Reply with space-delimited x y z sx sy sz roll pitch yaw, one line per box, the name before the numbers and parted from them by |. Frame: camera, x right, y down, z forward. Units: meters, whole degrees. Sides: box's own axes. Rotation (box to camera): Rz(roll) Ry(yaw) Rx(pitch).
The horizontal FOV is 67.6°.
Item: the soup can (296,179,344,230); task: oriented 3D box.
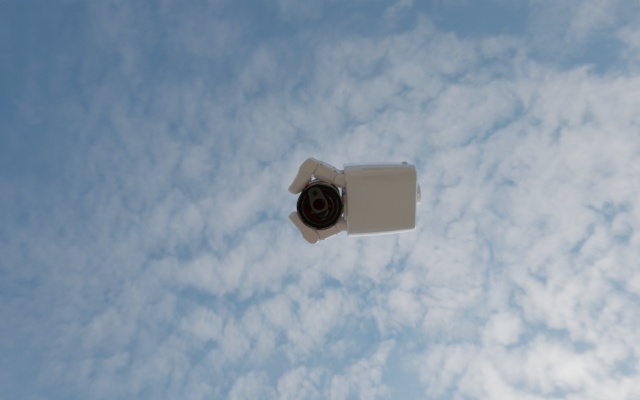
soup can | 0.000 0.002 0.731 0.068 0.068 0.102 0 8 1
